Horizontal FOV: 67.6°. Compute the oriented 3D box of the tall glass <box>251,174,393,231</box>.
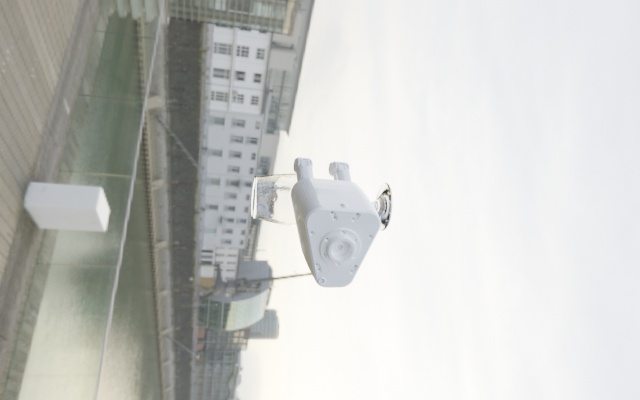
[{"bbox_3d":[0.001,0.002,0.708,0.201,0.079,0.079,4,-1,-12],"label":"tall glass"}]
